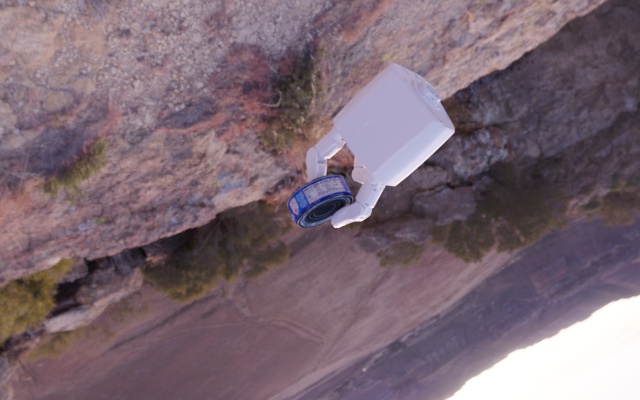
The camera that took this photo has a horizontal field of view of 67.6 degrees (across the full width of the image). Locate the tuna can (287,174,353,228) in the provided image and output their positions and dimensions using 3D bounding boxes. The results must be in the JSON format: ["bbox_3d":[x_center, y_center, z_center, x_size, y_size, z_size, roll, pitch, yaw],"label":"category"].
[{"bbox_3d":[0.000,0.003,0.642,0.086,0.033,0.086,-23,-20,-9],"label":"tuna can"}]
